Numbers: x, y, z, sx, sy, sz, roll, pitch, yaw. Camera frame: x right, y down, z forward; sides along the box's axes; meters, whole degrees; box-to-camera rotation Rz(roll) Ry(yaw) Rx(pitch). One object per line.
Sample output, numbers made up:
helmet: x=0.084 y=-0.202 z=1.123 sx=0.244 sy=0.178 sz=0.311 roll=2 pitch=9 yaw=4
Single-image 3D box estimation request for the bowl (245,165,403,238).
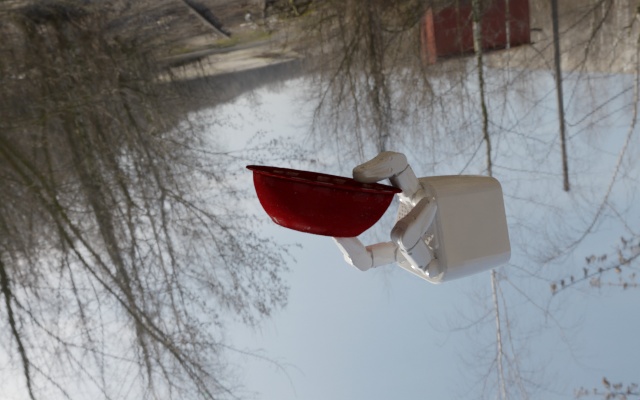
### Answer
bowl: x=-0.001 y=0.002 z=0.492 sx=0.162 sy=0.055 sz=0.162 roll=9 pitch=6 yaw=-1
